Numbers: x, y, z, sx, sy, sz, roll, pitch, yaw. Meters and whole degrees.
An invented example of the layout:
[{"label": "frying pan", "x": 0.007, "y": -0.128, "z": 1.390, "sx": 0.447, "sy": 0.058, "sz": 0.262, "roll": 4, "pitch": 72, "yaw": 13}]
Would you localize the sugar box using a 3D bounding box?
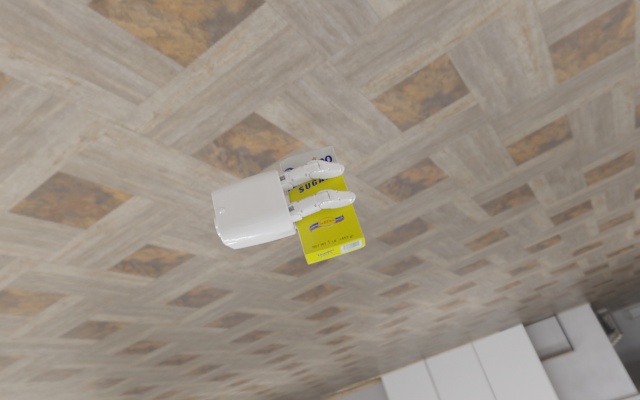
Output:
[{"label": "sugar box", "x": 0.000, "y": 0.002, "z": 0.749, "sx": 0.093, "sy": 0.176, "sz": 0.048, "roll": -16, "pitch": -27, "yaw": -3}]
